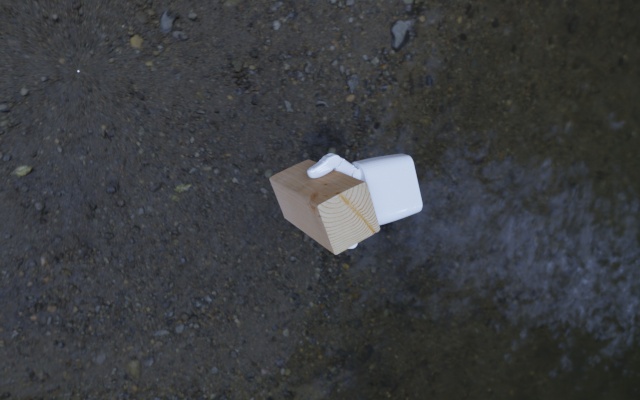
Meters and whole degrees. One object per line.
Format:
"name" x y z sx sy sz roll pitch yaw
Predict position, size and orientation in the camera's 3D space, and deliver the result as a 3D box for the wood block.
"wood block" 0.000 0.002 0.814 0.090 0.091 0.206 -27 24 -18
